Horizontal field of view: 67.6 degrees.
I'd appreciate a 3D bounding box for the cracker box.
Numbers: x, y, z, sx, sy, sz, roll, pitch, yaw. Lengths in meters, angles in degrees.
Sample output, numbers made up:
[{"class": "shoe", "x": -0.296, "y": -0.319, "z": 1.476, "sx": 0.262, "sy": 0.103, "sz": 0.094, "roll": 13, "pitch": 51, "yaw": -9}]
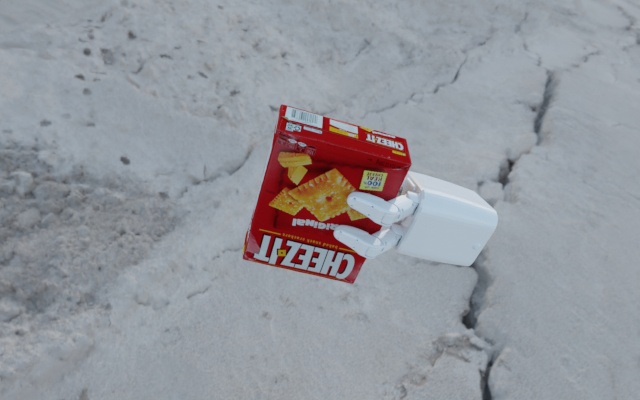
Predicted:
[{"class": "cracker box", "x": 0.000, "y": 0.002, "z": 0.620, "sx": 0.164, "sy": 0.214, "sz": 0.072, "roll": 14, "pitch": 36, "yaw": -8}]
